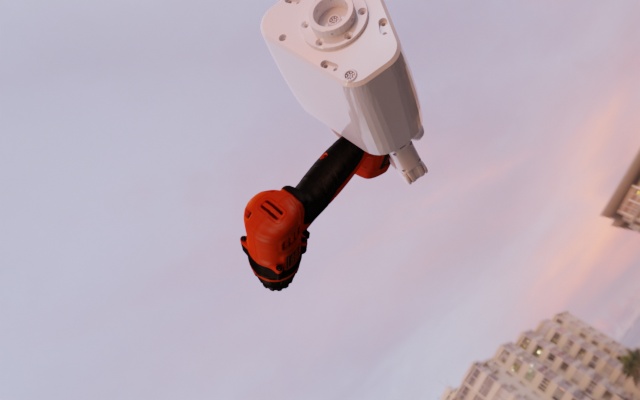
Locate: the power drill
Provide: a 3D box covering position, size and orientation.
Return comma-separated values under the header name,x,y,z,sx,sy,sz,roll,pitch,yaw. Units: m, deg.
name,x,y,z,sx,sy,sz,roll,pitch,yaw
power drill,0.000,0.001,0.475,0.057,0.187,0.184,37,-22,11
